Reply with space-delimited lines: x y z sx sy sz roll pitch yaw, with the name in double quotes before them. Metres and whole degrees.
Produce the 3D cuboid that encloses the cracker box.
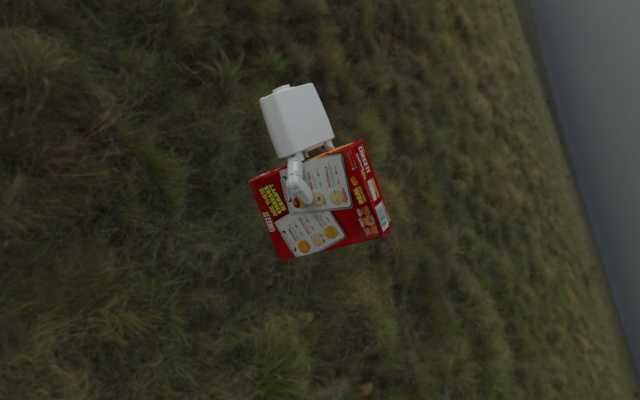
"cracker box" 0.000 0.003 0.853 0.214 0.164 0.072 -16 9 27
